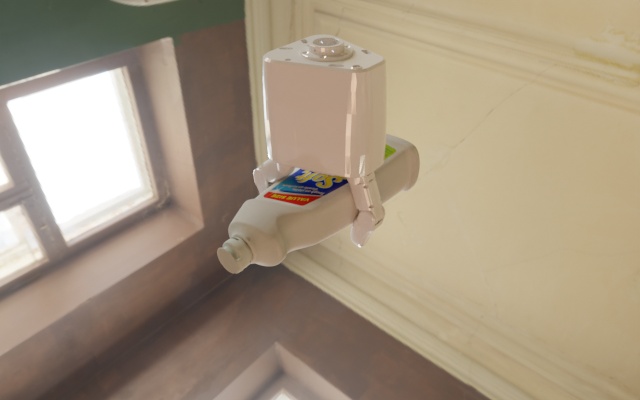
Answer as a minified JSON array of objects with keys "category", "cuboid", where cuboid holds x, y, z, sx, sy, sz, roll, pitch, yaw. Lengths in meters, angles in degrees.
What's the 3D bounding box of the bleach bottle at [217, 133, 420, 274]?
[{"category":"bleach bottle","cuboid":[0.000,0.002,0.515,0.102,0.068,0.250,24,43,32]}]
